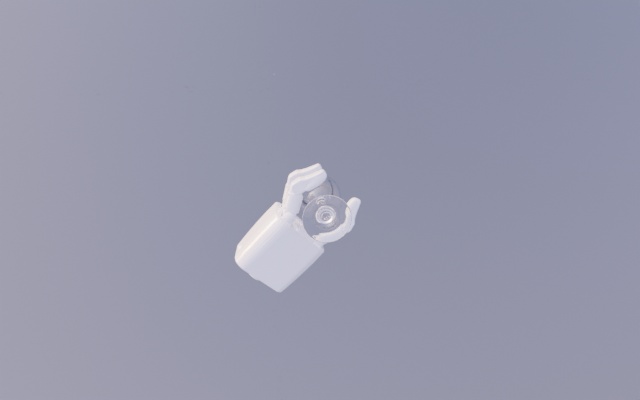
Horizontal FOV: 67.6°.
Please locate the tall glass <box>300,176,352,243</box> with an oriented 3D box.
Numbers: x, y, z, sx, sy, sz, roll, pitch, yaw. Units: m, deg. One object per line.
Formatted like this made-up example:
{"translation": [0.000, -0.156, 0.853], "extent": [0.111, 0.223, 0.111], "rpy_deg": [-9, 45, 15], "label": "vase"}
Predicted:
{"translation": [0.000, 0.003, 0.803], "extent": [0.079, 0.079, 0.201], "rpy_deg": [0, 15, -5], "label": "tall glass"}
